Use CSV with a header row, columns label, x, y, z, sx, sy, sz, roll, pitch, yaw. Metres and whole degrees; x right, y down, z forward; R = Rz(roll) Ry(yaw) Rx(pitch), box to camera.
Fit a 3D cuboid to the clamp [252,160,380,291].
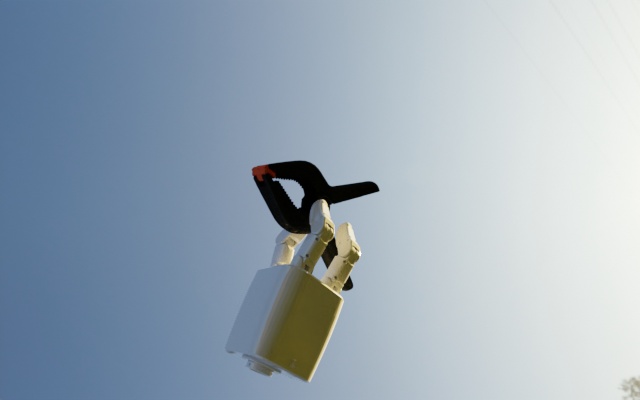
label,x,y,z,sx,sy,sz,roll,pitch,yaw
clamp,-0.001,0.002,0.628,0.036,0.164,0.210,-6,-38,46
